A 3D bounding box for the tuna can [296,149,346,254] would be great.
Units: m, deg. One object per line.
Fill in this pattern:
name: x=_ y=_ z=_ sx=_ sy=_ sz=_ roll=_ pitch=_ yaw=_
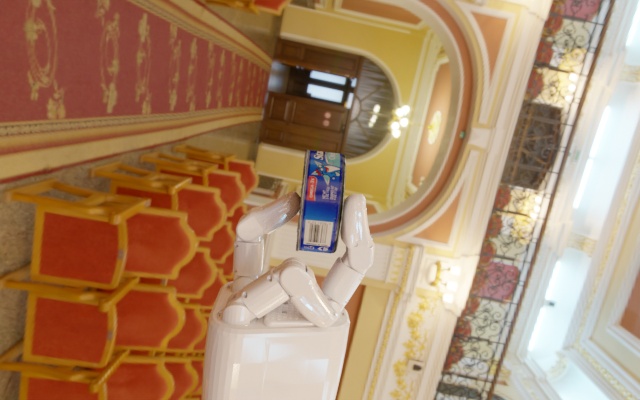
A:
tuna can: x=0.001 y=0.001 z=0.401 sx=0.034 sy=0.086 sz=0.086 roll=6 pitch=0 yaw=-1
